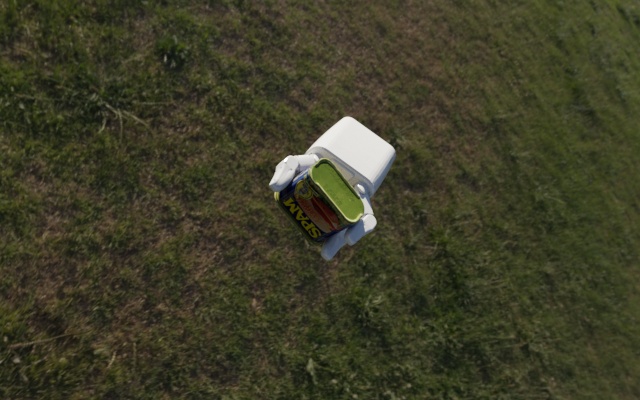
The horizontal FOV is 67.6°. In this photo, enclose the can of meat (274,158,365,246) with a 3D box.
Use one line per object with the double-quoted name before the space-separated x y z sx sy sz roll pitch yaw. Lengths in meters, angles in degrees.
"can of meat" 0.000 0.002 0.659 0.084 0.102 0.057 -32 11 45
